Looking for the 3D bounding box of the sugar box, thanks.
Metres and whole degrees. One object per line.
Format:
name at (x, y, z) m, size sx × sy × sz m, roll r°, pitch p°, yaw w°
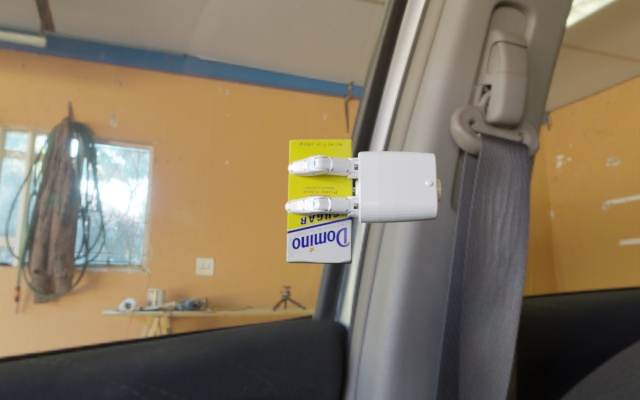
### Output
sugar box at (0.000, 0.002, 0.687) m, size 0.093 × 0.176 × 0.048 m, roll -1°, pitch -11°, yaw 5°
